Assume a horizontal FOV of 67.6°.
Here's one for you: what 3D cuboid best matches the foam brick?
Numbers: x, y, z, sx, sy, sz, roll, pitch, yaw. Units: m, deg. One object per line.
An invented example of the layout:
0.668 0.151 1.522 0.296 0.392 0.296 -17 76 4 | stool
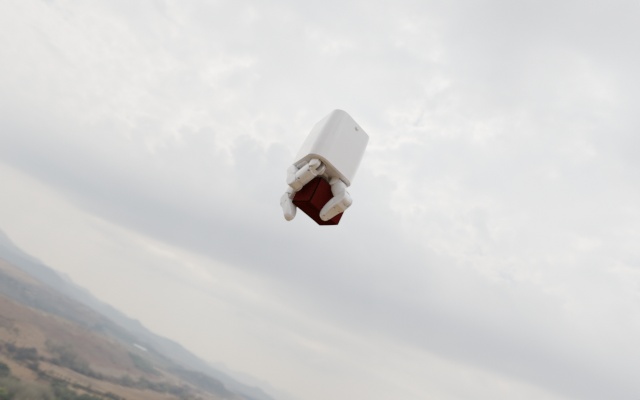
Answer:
0.000 0.003 0.833 0.053 0.051 0.078 -3 -36 48 | foam brick
